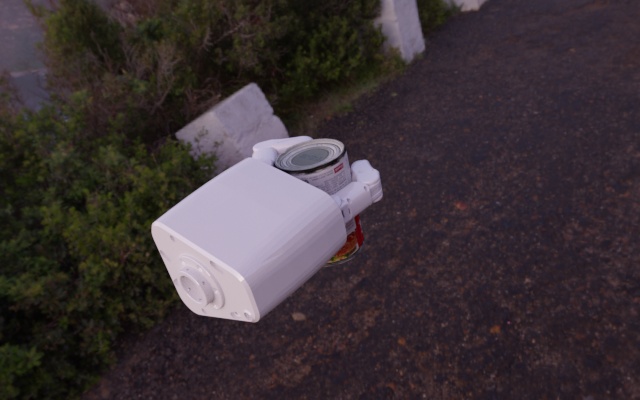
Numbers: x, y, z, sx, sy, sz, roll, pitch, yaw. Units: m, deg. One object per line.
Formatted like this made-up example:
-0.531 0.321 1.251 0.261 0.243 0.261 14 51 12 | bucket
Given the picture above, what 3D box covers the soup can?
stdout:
0.000 0.001 0.450 0.068 0.102 0.068 -11 28 6 | soup can
